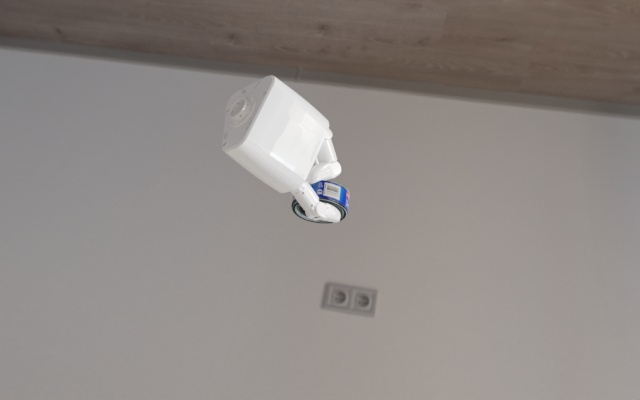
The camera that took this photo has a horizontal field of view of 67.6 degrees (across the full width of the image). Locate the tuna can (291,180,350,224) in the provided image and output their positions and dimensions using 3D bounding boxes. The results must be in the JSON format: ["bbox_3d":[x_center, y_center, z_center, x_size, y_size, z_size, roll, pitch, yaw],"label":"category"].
[{"bbox_3d":[0.000,0.003,0.713,0.086,0.033,0.086,5,-27,3],"label":"tuna can"}]
